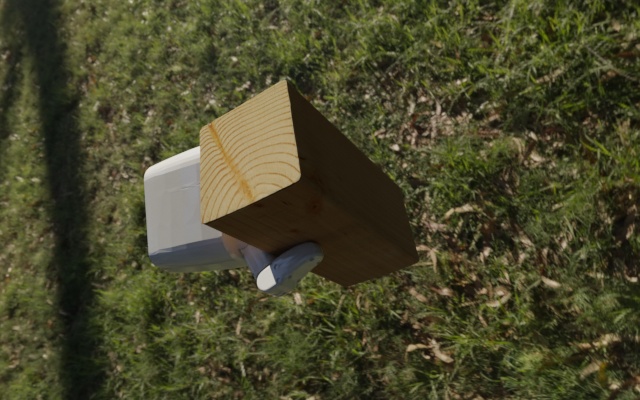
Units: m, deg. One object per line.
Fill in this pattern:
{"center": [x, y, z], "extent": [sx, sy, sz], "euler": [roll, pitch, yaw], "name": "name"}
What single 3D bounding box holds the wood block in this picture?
{"center": [0.000, 0.002, 0.423], "extent": [0.090, 0.090, 0.206], "euler": [-23, -32, 24], "name": "wood block"}
